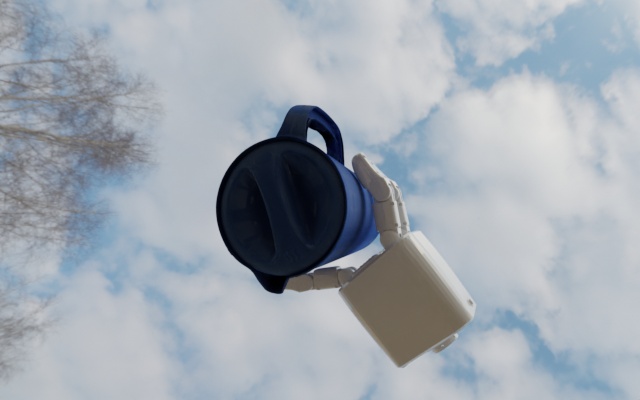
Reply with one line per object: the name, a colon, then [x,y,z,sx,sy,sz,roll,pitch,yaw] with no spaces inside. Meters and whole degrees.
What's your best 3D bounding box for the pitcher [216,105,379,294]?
pitcher: [0.000,0.002,0.550,0.149,0.145,0.243,-40,-14,13]
